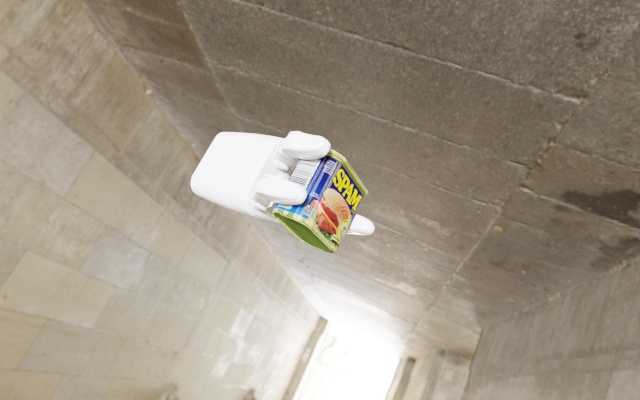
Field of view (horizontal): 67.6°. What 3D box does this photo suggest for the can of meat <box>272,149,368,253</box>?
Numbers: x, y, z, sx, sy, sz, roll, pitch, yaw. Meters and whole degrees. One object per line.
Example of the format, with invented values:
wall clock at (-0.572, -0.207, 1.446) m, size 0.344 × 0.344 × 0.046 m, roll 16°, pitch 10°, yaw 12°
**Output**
can of meat at (0.000, 0.002, 0.529) m, size 0.057 × 0.084 × 0.102 m, roll 16°, pitch -19°, yaw 33°
